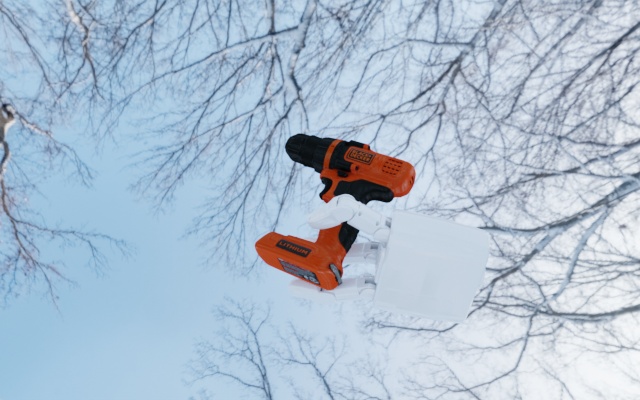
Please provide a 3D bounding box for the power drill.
[{"bbox_3d":[0.000,0.002,0.586,0.184,0.187,0.057,19,-26,27],"label":"power drill"}]
